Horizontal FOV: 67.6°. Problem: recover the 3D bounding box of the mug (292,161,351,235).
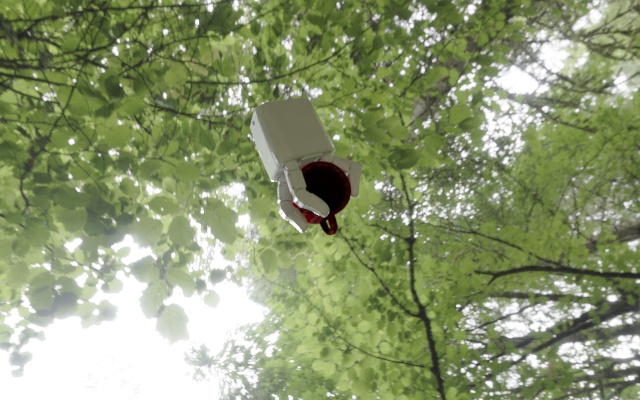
[{"bbox_3d":[0.001,0.004,0.794,0.093,0.117,0.081,-20,-11,-18],"label":"mug"}]
